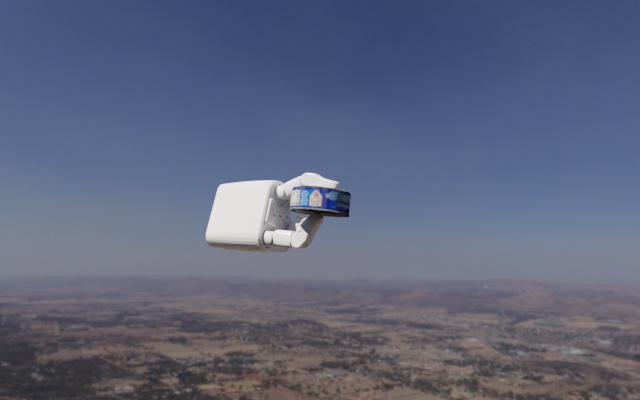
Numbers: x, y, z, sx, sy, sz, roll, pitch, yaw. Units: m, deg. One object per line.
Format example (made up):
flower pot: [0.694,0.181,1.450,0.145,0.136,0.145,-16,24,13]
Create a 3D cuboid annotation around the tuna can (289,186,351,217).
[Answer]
tuna can: [0.000,0.002,0.677,0.086,0.033,0.086,6,-6,1]
